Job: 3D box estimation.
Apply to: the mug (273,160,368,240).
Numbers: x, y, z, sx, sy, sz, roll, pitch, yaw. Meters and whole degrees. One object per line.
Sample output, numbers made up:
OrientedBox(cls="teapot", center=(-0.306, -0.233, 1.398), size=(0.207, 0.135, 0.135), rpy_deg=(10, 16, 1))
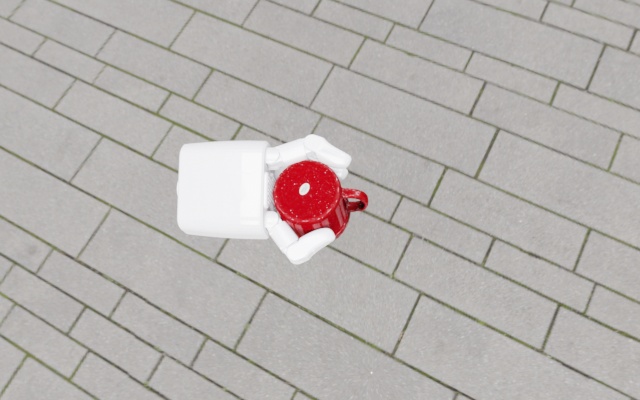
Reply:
OrientedBox(cls="mug", center=(0.002, 0.002, 0.586), size=(0.117, 0.093, 0.081), rpy_deg=(0, -20, 7))
